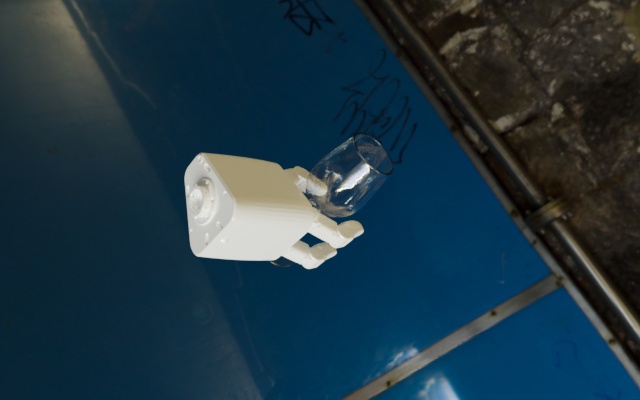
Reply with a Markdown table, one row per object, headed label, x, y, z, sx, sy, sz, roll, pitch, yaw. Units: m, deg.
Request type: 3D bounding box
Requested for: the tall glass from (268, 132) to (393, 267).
| label | x | y | z | sx | sy | sz | roll | pitch | yaw |
| --- | --- | --- | --- | --- | --- | --- | --- | --- | --- |
| tall glass | 0.000 | 0.002 | 0.601 | 0.079 | 0.079 | 0.201 | 0 | -35 | -49 |
